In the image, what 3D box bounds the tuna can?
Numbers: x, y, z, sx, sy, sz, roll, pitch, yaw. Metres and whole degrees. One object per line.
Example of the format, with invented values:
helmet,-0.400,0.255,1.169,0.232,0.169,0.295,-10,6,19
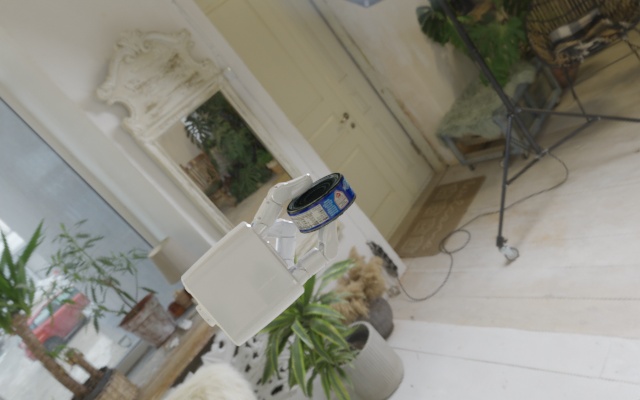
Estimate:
tuna can,0.000,0.001,0.599,0.086,0.034,0.086,-32,16,10
